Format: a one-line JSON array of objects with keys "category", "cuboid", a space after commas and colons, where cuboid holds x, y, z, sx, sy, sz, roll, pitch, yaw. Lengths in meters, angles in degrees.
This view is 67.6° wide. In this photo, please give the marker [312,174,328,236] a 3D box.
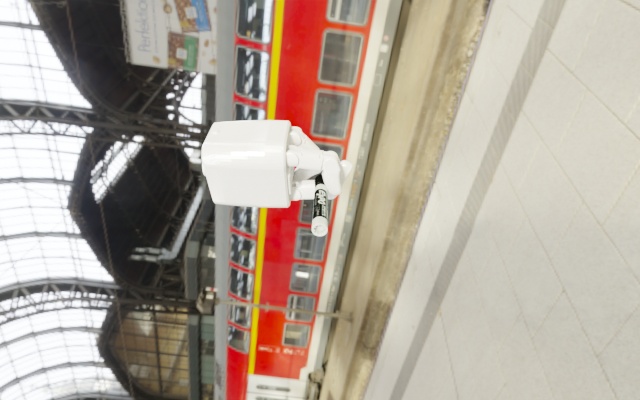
[{"category": "marker", "cuboid": [0.000, 0.002, 0.603, 0.020, 0.020, 0.121, 0, 33, 1]}]
